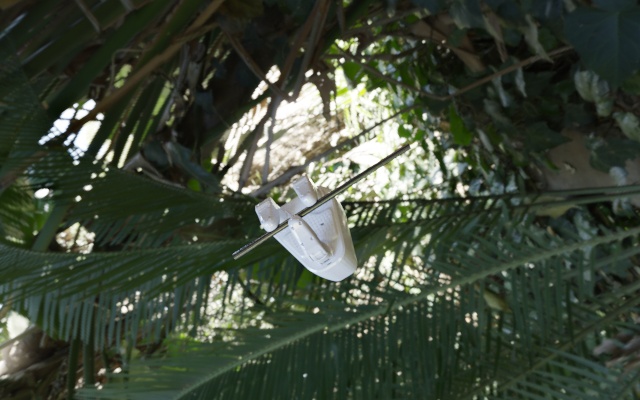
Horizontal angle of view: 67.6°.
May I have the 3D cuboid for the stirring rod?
[{"bbox_3d":[0.000,0.002,0.552,0.239,0.011,0.011,-32,-3,4],"label":"stirring rod"}]
